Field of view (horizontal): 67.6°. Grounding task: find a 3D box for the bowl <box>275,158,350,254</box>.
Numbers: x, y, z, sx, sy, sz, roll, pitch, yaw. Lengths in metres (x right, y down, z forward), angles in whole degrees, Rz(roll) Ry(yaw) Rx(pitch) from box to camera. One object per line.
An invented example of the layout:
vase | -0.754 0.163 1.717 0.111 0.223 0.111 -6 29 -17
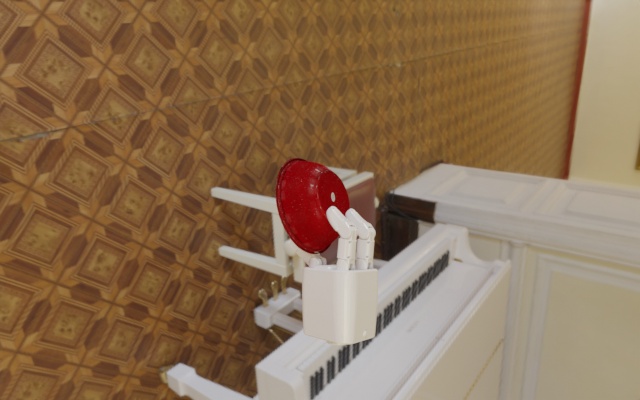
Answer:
bowl | 0.000 0.001 0.766 0.055 0.162 0.162 -16 -9 33
